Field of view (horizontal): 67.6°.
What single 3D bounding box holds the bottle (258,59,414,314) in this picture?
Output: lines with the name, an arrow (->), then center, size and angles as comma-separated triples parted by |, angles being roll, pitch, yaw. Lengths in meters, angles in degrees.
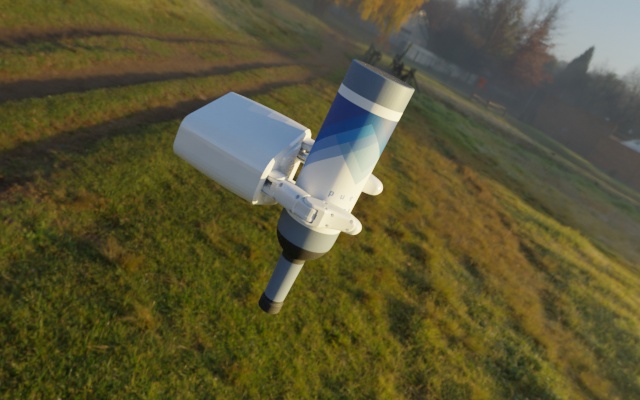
bottle -> 0.000, 0.002, 0.512 | 0.069, 0.296, 0.069 | 23, 21, -9
